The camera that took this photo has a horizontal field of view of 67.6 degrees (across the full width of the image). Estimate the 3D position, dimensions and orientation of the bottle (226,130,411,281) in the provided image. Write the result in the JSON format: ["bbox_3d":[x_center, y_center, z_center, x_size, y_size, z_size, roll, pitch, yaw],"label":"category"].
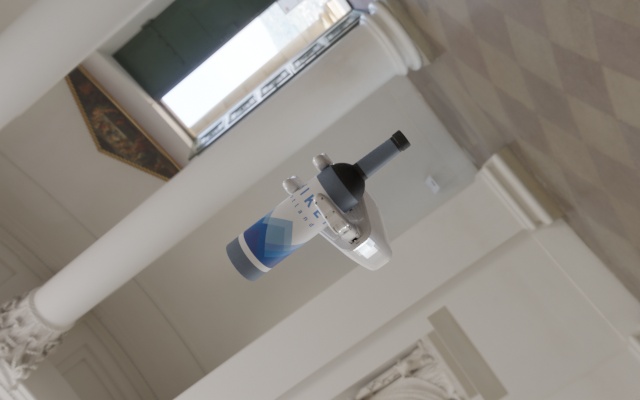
[{"bbox_3d":[0.000,0.002,0.674,0.296,0.069,0.069,-37,-6,8],"label":"bottle"}]
